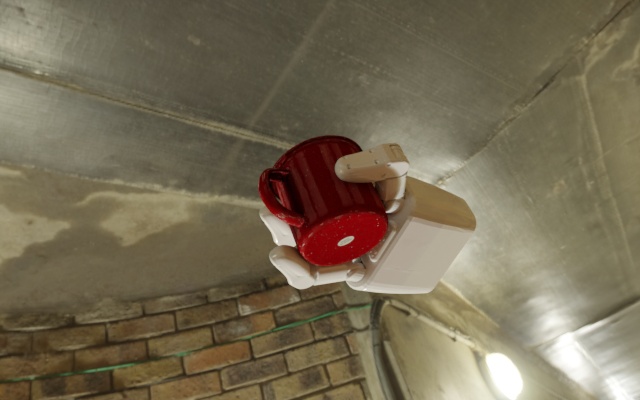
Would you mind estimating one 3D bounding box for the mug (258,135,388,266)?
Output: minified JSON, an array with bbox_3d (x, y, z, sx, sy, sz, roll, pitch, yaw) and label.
[{"bbox_3d":[-0.001,0.001,0.415,0.117,0.081,0.093,13,-48,-38],"label":"mug"}]
